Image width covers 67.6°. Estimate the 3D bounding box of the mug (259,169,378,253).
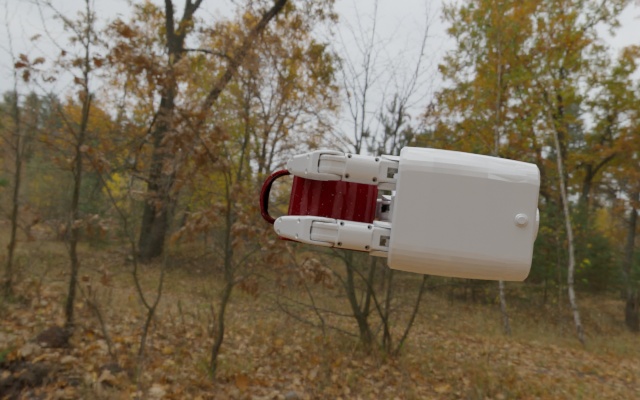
[{"bbox_3d":[-0.001,0.001,0.455,0.117,0.081,0.093,8,-5,8],"label":"mug"}]
